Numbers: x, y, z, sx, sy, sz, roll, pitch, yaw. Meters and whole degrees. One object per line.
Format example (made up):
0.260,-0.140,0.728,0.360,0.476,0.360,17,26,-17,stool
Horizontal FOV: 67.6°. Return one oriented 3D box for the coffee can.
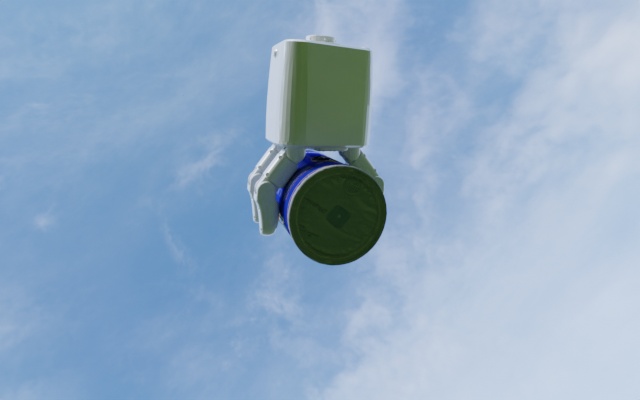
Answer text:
0.000,0.002,0.538,0.103,0.103,0.140,0,12,-16,coffee can
